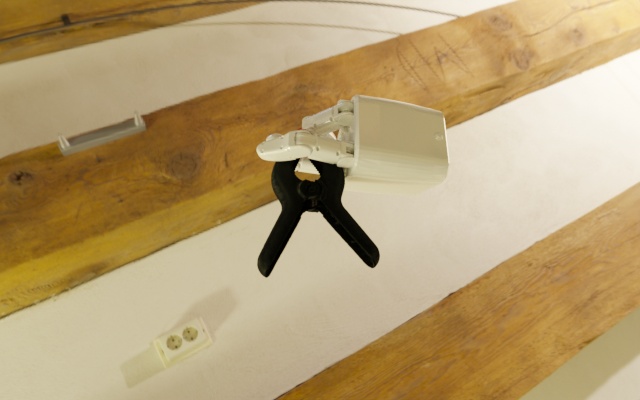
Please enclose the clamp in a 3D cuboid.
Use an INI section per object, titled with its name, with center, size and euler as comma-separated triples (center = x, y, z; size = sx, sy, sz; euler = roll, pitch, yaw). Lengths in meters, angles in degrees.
[clamp]
center = 0.000, 0.002, 0.501
size = 0.120, 0.171, 0.039
euler = 7, -27, -10
